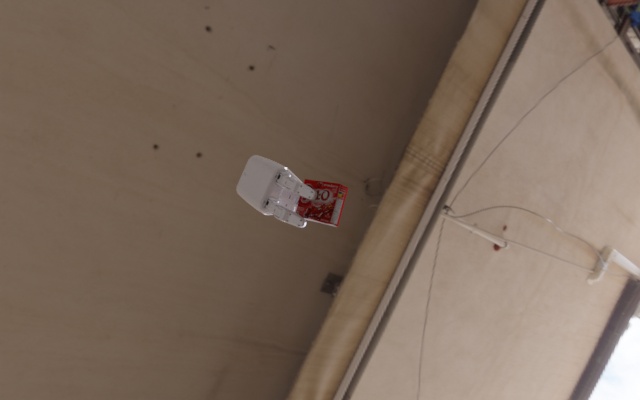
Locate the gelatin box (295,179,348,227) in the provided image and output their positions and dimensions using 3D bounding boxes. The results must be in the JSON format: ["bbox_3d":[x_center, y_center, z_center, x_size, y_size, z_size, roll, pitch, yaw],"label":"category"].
[{"bbox_3d":[0.001,0.003,0.858,0.089,0.073,0.030,11,-7,42],"label":"gelatin box"}]
